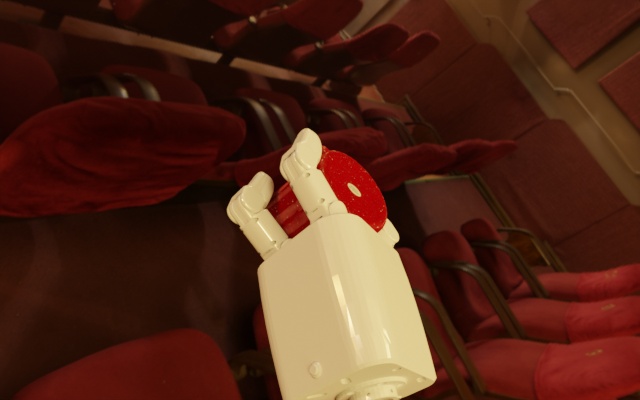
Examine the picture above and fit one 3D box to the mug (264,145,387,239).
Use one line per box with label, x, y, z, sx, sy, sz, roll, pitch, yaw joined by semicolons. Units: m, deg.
mug;0.000;0.000;0.421;0.093;0.117;0.081;21;-48;-41
